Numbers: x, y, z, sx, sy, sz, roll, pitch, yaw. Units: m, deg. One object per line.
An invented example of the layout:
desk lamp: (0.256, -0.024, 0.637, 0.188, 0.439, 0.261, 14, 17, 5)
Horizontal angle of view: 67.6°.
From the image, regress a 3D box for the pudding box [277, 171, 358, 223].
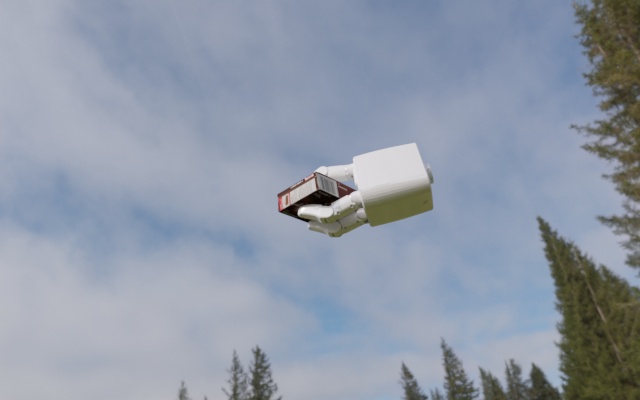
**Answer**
pudding box: (0.000, 0.002, 0.777, 0.090, 0.039, 0.113, -29, -37, 33)
